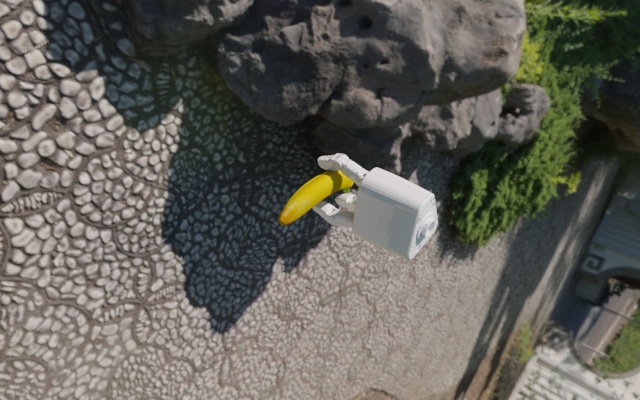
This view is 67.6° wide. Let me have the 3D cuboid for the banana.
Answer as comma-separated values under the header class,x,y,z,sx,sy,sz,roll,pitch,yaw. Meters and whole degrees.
class,x,y,z,sx,sy,sz,roll,pitch,yaw
banana,0.006,-0.015,0.787,0.037,0.070,0.197,28,31,28
